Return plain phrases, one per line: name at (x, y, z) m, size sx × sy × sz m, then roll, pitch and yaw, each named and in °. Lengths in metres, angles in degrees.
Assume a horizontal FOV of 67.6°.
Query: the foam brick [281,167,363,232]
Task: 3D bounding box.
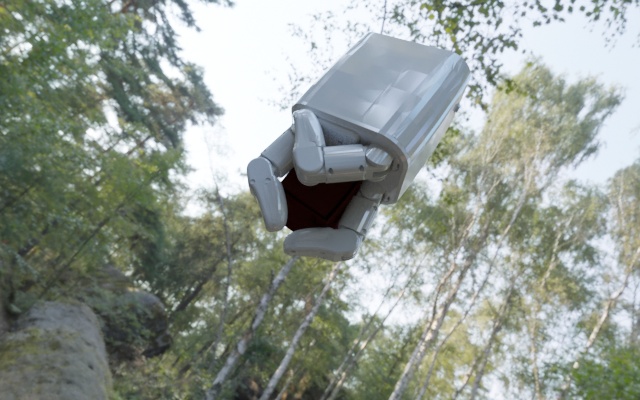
foam brick at (0.000, 0.001, 0.415) m, size 0.053 × 0.051 × 0.078 m, roll 34°, pitch -21°, yaw 15°
